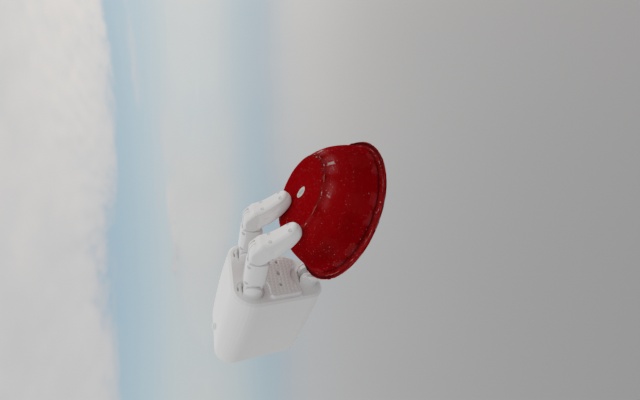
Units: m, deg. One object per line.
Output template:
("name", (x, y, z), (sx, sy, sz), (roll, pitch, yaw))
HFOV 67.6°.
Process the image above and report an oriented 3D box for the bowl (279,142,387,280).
("bowl", (0.000, 0.000, 0.524), (0.055, 0.162, 0.162), (21, -10, -28))
